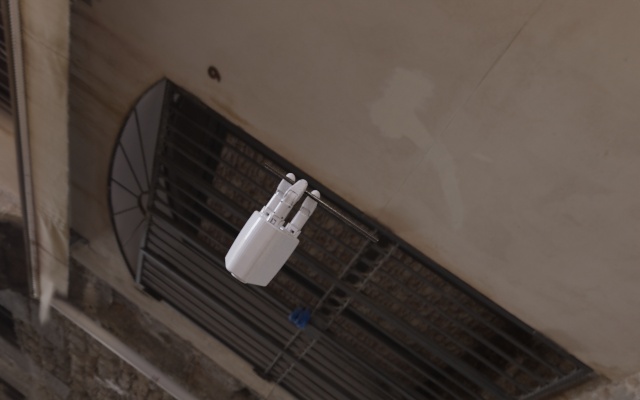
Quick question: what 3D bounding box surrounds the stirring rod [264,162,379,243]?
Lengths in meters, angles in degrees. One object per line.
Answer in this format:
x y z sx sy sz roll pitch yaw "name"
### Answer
0.000 0.003 0.836 0.239 0.011 0.011 35 3 4 "stirring rod"
